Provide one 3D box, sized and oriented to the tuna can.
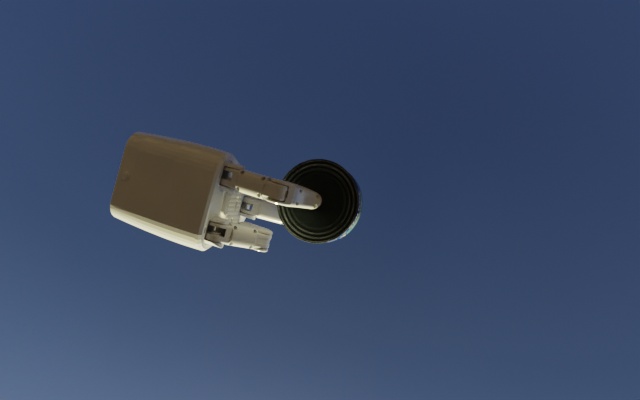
[{"bbox_3d":[0.000,0.002,0.497,0.086,0.086,0.034,0,-5,14],"label":"tuna can"}]
